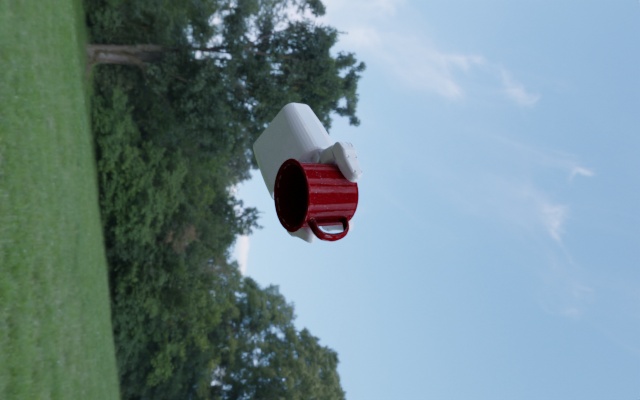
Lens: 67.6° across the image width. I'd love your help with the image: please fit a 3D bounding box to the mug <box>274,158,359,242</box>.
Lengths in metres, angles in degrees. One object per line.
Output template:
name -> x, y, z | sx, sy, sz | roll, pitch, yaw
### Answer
mug -> 0.001, 0.003, 0.614 | 0.081, 0.117, 0.093 | -1, -41, -32
